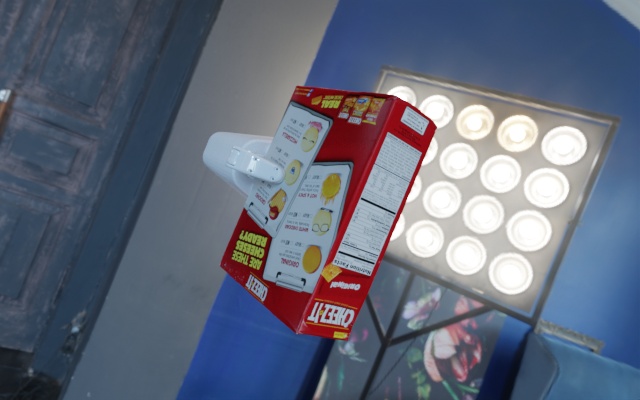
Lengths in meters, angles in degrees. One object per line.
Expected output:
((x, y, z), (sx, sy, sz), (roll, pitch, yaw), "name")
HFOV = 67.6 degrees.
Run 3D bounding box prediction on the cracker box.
((0.000, 0.001, 0.468), (0.072, 0.213, 0.164), (22, 1, -37), "cracker box")
